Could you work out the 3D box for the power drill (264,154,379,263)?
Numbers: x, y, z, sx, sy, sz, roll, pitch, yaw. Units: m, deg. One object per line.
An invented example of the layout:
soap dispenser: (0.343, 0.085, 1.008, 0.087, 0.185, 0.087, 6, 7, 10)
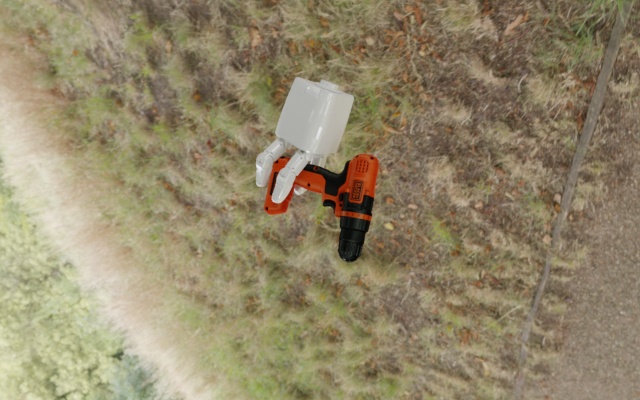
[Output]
power drill: (0.000, 0.002, 0.826, 0.187, 0.184, 0.057, 10, -7, 18)
